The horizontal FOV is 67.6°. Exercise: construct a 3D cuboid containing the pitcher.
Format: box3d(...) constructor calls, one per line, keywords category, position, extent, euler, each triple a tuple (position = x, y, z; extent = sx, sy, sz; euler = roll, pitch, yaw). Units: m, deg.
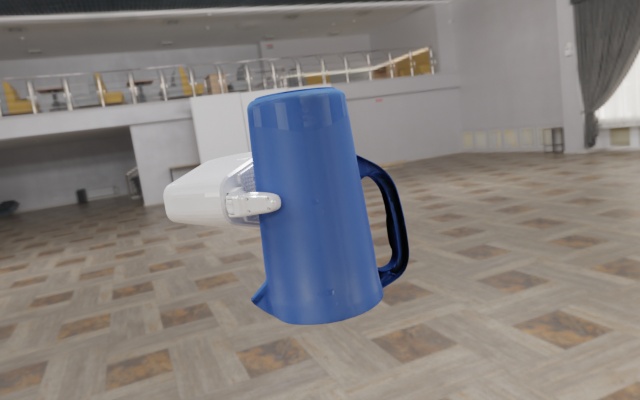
box3d(category="pitcher", position=(0.000, 0.002, 0.535), extent=(0.145, 0.243, 0.149), euler=(-2, 10, 34))
